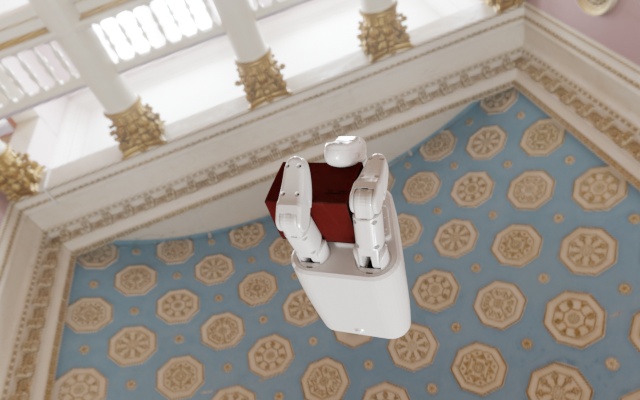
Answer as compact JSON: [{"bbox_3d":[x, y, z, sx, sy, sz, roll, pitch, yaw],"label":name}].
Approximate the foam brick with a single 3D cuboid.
[{"bbox_3d":[0.000,0.001,0.422,0.078,0.053,0.051,3,-43,23],"label":"foam brick"}]
